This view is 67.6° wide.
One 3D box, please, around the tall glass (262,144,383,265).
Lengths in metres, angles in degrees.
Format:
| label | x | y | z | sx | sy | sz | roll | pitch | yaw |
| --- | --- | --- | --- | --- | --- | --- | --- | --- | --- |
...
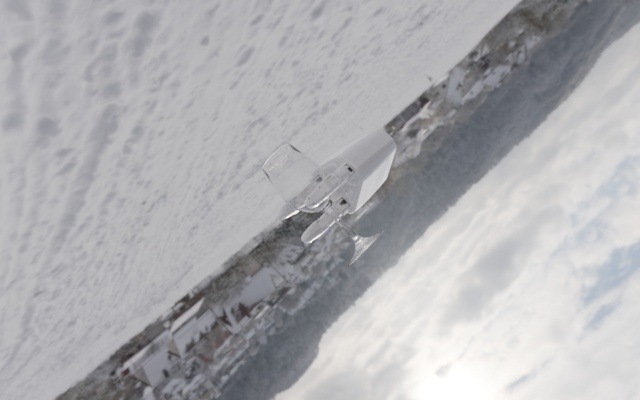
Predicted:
| label | x | y | z | sx | sy | sz | roll | pitch | yaw |
| --- | --- | --- | --- | --- | --- | --- | --- | --- | --- |
| tall glass | 0.001 | 0.003 | 0.741 | 0.079 | 0.201 | 0.079 | -44 | -6 | -6 |
